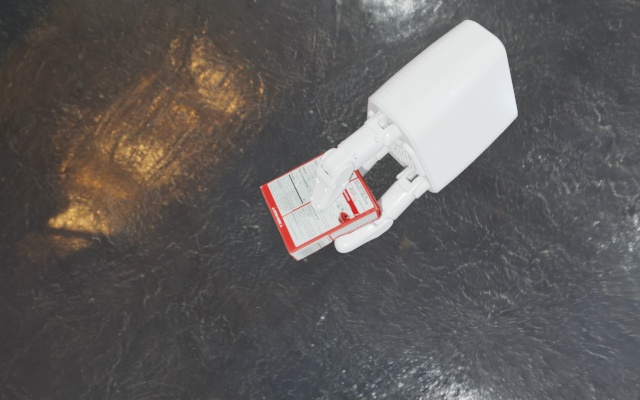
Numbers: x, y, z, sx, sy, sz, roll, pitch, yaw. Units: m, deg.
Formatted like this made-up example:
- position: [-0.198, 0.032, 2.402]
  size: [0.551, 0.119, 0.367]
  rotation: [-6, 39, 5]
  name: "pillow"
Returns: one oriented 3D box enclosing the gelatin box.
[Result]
- position: [0.000, 0.001, 0.435]
  size: [0.089, 0.073, 0.030]
  rotation: [-27, -23, 1]
  name: "gelatin box"
